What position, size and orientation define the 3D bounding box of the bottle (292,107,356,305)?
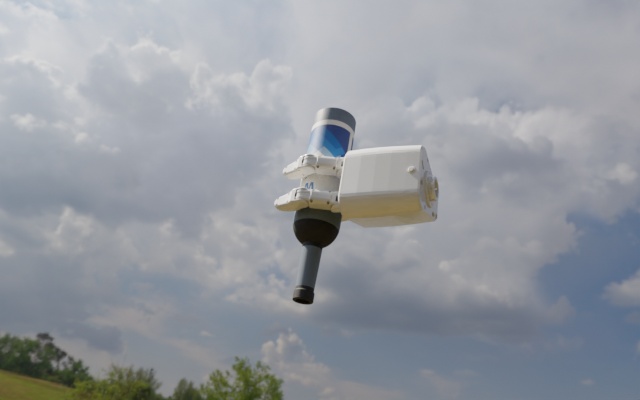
[{"bbox_3d":[0.000,0.002,0.682,0.069,0.295,0.069,8,-28,4],"label":"bottle"}]
